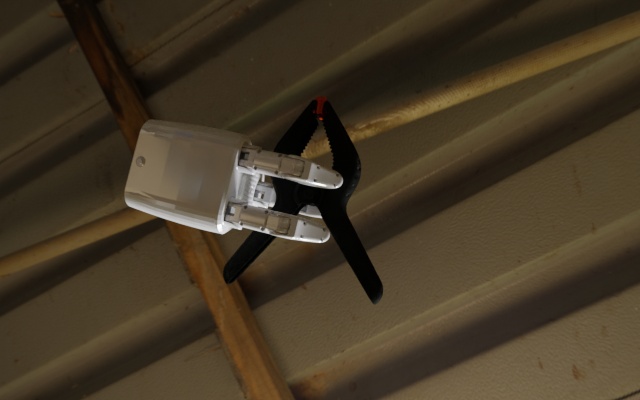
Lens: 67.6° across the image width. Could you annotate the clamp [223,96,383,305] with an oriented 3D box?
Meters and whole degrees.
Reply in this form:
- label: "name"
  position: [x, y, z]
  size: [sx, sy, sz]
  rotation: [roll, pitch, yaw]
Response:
- label: "clamp"
  position: [0.000, 0.001, 0.491]
  size: [0.164, 0.210, 0.036]
  rotation: [13, -3, 7]
